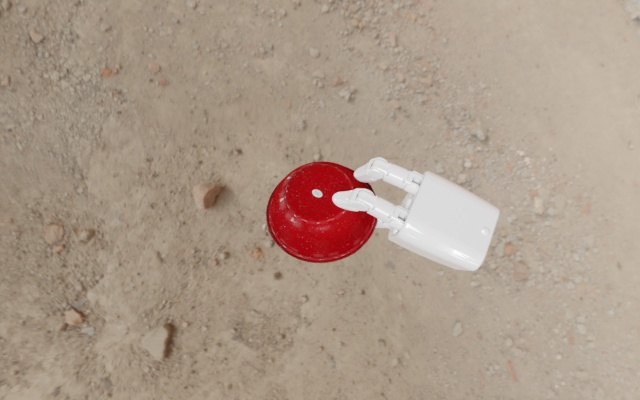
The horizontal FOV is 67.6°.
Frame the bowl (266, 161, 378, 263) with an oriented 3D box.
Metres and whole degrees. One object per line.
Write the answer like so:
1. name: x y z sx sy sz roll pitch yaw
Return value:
1. bowl: -0.001 0.002 0.661 0.162 0.162 0.055 0 -29 6
